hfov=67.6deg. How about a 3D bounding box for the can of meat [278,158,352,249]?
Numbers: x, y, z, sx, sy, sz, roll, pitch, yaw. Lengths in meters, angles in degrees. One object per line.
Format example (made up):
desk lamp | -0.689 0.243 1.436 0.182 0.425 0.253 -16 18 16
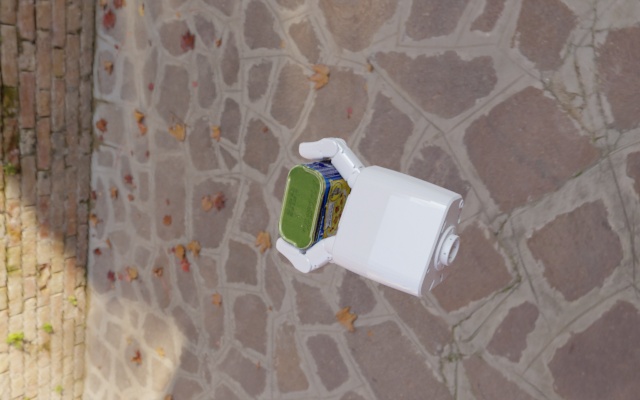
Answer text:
can of meat | 0.000 0.002 0.571 0.057 0.102 0.084 24 22 30
